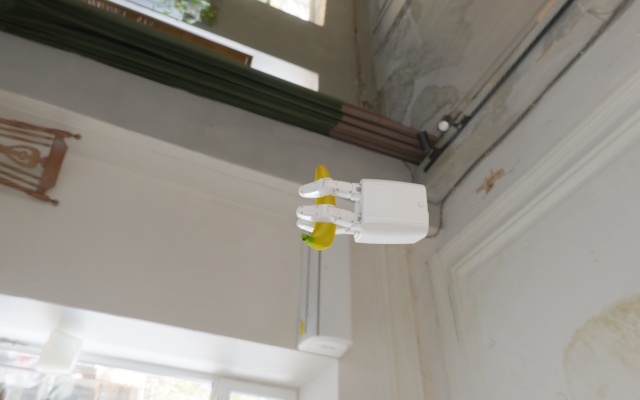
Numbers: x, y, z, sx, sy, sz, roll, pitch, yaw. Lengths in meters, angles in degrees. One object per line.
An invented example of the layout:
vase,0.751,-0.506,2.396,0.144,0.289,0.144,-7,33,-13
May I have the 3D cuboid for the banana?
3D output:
banana,0.005,0.019,0.801,0.037,0.070,0.197,-9,36,13
